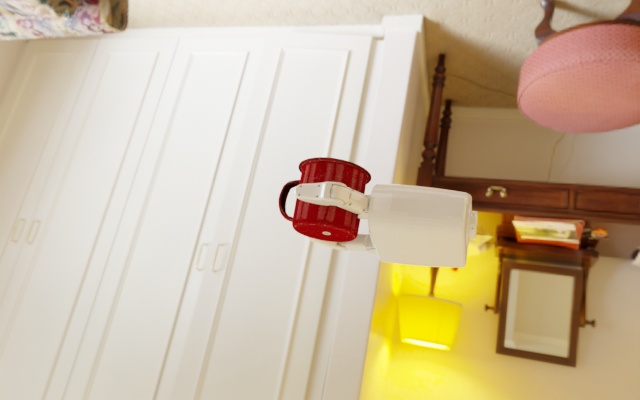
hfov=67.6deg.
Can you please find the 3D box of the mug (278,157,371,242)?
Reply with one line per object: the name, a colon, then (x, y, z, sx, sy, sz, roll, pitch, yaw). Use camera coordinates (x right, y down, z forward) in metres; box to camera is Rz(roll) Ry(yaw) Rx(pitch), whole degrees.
mug: (-0.001, 0.002, 0.592, 0.117, 0.081, 0.093, 3, -19, 22)
